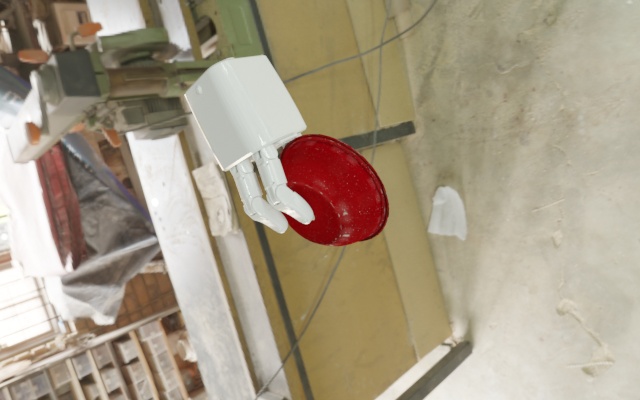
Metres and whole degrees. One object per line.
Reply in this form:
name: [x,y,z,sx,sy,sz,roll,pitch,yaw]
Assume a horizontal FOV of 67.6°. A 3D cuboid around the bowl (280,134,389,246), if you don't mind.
bowl: [0.001,0.003,0.586,0.162,0.162,0.055,0,34,40]
